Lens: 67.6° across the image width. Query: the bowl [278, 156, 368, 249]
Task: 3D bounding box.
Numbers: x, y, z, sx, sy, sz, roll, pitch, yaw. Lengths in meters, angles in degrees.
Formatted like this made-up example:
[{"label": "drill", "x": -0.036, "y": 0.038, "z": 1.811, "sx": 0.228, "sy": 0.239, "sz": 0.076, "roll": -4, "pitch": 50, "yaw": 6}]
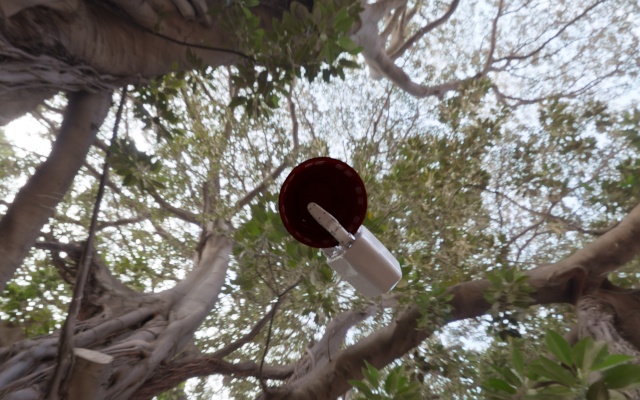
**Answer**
[{"label": "bowl", "x": -0.001, "y": 0.002, "z": 0.860, "sx": 0.162, "sy": 0.162, "sz": 0.055, "roll": 0, "pitch": 3, "yaw": -14}]
